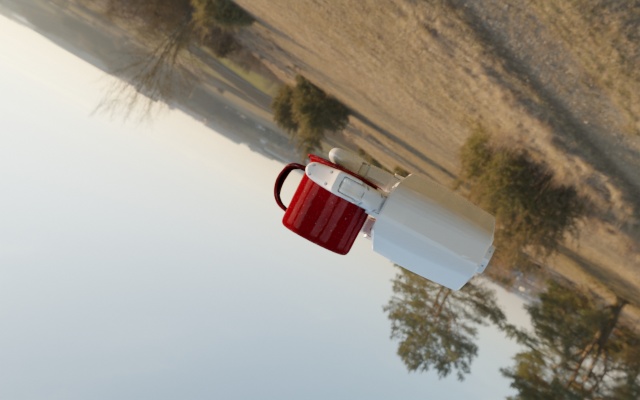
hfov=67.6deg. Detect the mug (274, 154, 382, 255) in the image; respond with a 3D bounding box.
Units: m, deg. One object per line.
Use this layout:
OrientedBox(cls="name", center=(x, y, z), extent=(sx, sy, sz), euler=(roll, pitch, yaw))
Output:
OrientedBox(cls="mug", center=(-0.001, 0.001, 0.520), extent=(0.117, 0.081, 0.093), euler=(27, 0, 16))
